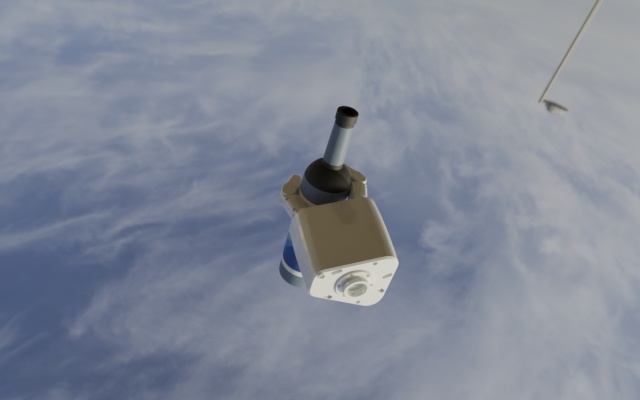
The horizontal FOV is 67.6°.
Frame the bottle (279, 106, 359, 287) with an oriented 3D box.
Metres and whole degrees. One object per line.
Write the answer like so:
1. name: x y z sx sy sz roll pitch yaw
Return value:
1. bottle: 0.000 0.002 0.673 0.069 0.296 0.069 10 38 -8
